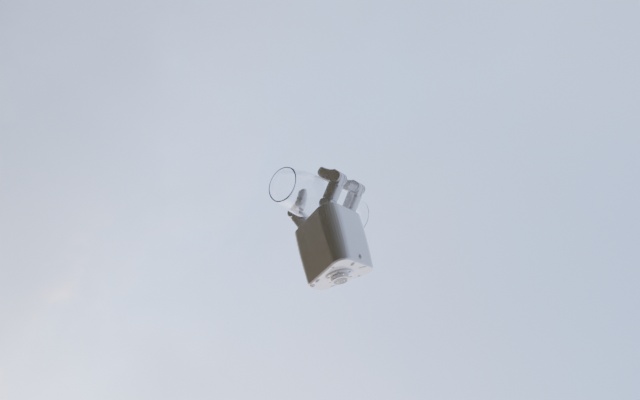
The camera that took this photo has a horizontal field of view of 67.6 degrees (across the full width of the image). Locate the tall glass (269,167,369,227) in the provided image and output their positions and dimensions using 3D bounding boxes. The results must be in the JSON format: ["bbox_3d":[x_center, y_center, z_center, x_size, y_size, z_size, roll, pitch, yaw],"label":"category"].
[{"bbox_3d":[0.000,0.003,0.852,0.079,0.079,0.201,0,-18,42],"label":"tall glass"}]
